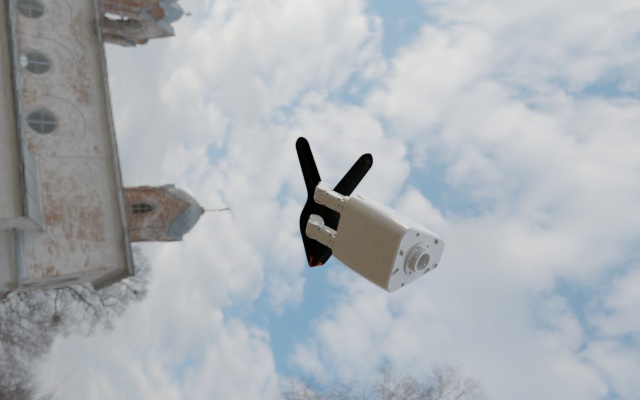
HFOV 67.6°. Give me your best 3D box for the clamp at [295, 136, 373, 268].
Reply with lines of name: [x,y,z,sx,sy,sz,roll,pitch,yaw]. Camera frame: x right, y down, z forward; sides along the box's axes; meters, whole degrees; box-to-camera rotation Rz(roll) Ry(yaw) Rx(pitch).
clamp: [0.001,0.003,0.769,0.036,0.210,0.164,-4,24,-41]
